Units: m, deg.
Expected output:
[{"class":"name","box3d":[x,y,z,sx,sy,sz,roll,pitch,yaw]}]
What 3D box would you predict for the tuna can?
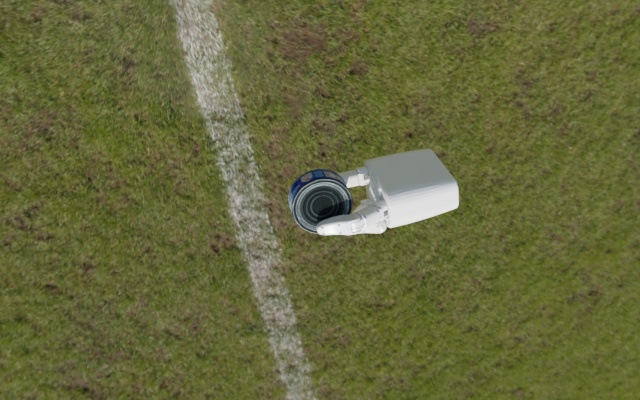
[{"class":"tuna can","box3d":[0.000,0.002,0.656,0.086,0.086,0.033,0,26,-12]}]
